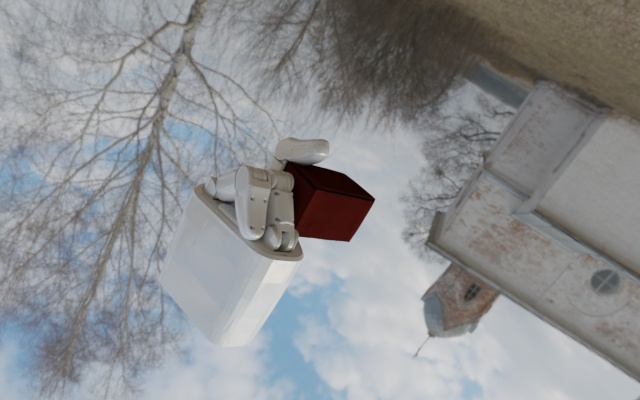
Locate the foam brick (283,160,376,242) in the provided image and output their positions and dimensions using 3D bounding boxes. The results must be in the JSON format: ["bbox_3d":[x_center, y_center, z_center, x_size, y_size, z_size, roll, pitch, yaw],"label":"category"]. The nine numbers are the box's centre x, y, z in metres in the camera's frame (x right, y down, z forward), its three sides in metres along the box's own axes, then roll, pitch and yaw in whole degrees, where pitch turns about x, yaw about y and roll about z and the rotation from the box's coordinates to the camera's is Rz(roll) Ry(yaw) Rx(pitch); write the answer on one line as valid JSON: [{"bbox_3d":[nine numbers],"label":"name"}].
[{"bbox_3d":[0.000,0.001,0.449,0.078,0.051,0.053,11,24,-42],"label":"foam brick"}]
